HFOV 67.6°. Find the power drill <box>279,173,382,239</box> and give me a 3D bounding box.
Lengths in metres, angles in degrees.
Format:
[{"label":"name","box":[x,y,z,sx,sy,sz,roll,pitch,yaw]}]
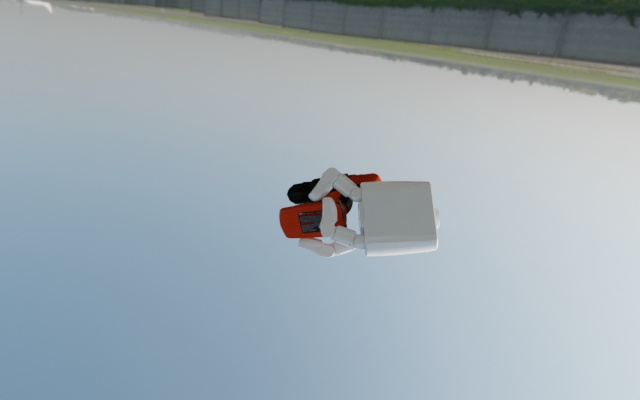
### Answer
[{"label":"power drill","box":[0.000,0.003,0.818,0.184,0.057,0.187,-8,18,23]}]
